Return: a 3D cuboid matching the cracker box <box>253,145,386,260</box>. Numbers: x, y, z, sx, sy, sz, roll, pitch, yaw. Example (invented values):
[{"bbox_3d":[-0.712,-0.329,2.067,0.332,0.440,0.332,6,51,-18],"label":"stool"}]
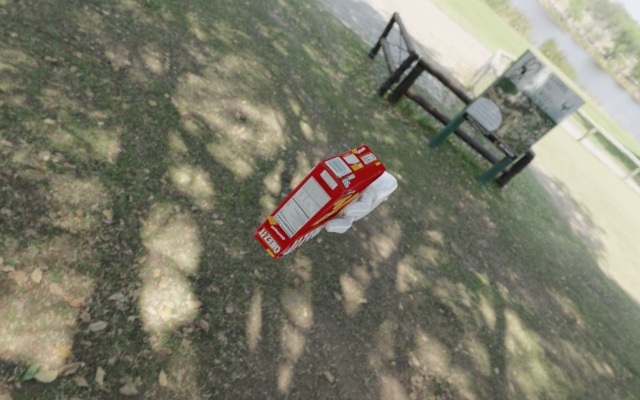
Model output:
[{"bbox_3d":[0.000,0.003,0.868,0.214,0.072,0.164,-45,-10,34],"label":"cracker box"}]
